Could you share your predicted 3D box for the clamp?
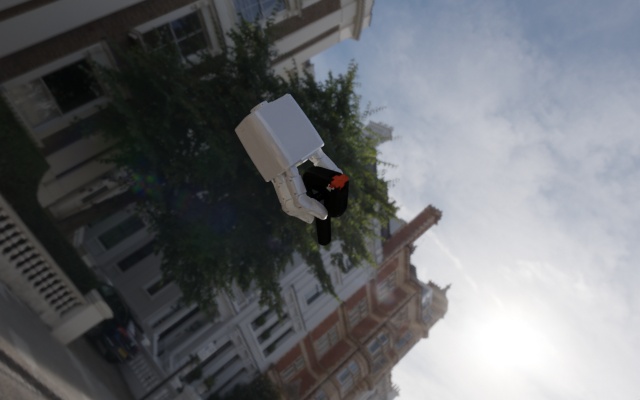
[{"bbox_3d":[0.001,0.002,0.819,0.036,0.164,0.210,-37,7,-25],"label":"clamp"}]
